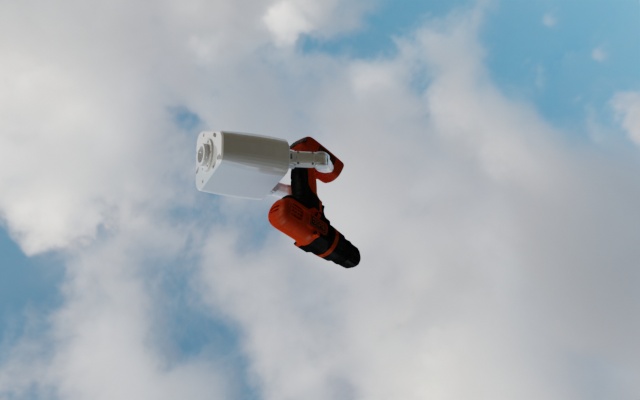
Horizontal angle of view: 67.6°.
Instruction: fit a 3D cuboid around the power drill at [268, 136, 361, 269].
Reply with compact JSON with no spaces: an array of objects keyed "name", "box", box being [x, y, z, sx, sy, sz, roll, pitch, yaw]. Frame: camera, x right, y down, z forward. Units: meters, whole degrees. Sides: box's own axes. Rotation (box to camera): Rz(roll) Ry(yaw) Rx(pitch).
[{"name":"power drill","box":[0.000,0.002,0.770,0.057,0.187,0.184,-28,-47,31]}]
